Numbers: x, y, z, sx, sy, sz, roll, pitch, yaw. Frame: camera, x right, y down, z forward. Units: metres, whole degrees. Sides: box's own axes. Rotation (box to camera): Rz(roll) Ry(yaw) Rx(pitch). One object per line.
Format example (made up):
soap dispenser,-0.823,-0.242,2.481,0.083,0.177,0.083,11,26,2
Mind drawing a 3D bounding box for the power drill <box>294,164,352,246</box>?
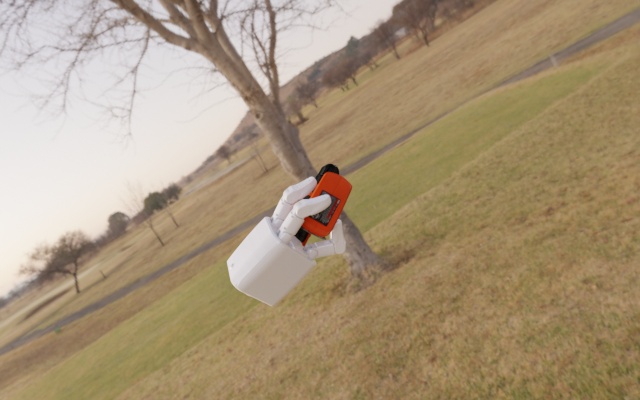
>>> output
power drill,0.000,0.003,0.860,0.057,0.184,0.188,27,-11,-6
